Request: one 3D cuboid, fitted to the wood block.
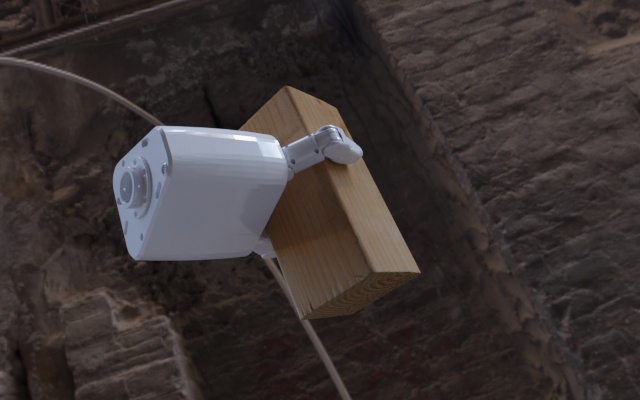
[{"bbox_3d":[0.000,0.001,0.474,0.091,0.206,0.090,-37,-27,27],"label":"wood block"}]
